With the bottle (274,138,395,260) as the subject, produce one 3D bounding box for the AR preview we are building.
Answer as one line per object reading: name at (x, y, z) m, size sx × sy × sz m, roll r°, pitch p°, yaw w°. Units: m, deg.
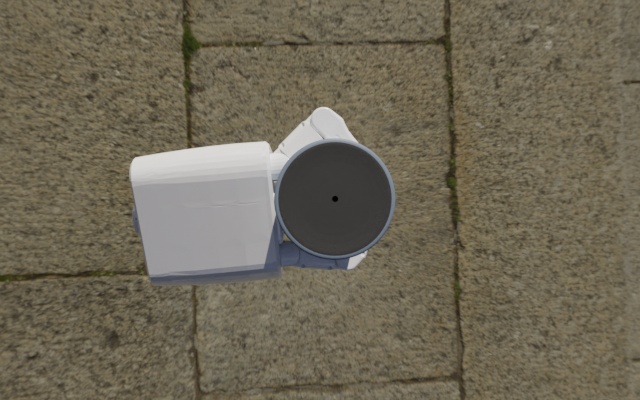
bottle at (0.000, 0.001, 0.405) m, size 0.069 × 0.069 × 0.296 m, roll 0°, pitch -1°, yaw -3°
